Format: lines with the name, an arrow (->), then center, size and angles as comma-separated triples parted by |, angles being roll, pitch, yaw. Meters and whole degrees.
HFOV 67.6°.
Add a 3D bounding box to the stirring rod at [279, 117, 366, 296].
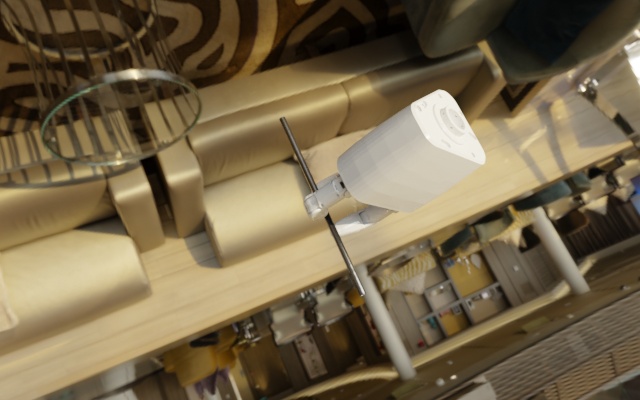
stirring rod -> 0.000, 0.002, 0.574 | 0.011, 0.239, 0.011 | -23, -14, -6
